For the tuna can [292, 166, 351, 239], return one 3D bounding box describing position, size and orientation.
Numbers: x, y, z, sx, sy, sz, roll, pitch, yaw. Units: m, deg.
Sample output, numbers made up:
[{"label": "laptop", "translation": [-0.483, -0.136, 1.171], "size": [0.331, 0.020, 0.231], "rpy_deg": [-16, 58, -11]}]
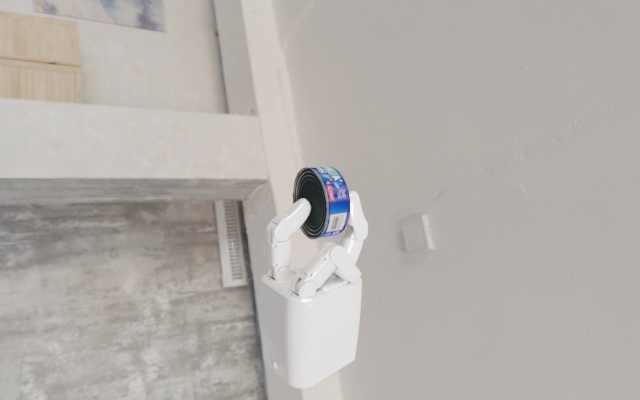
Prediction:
[{"label": "tuna can", "translation": [0.001, 0.002, 0.571], "size": [0.034, 0.086, 0.086], "rpy_deg": [-7, 3, -29]}]
